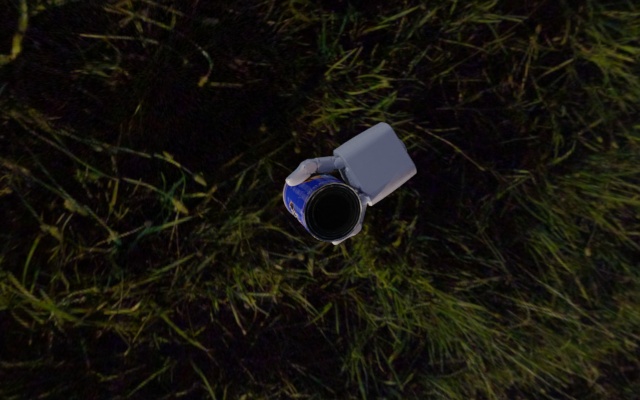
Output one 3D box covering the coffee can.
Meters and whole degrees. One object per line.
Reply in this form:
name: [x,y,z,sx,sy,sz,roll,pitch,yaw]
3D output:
coffee can: [0.000,0.003,0.843,0.103,0.103,0.140,0,15,-19]
